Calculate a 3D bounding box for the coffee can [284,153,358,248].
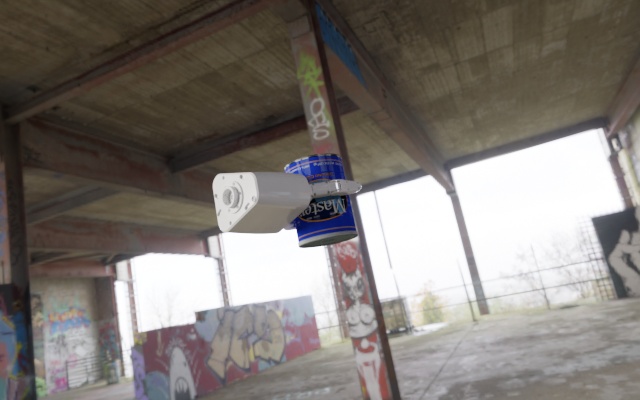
[{"bbox_3d":[0.000,0.003,0.818,0.103,0.140,0.103,-11,-12,-2],"label":"coffee can"}]
